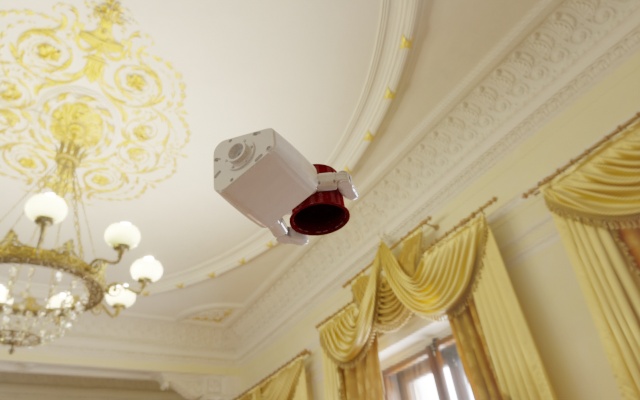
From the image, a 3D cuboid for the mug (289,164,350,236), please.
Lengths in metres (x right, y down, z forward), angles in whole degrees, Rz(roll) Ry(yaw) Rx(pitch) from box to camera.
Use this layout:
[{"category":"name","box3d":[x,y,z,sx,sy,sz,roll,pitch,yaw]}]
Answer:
[{"category":"mug","box3d":[0.001,0.003,0.757,0.093,0.081,0.117,-22,-37,19]}]
